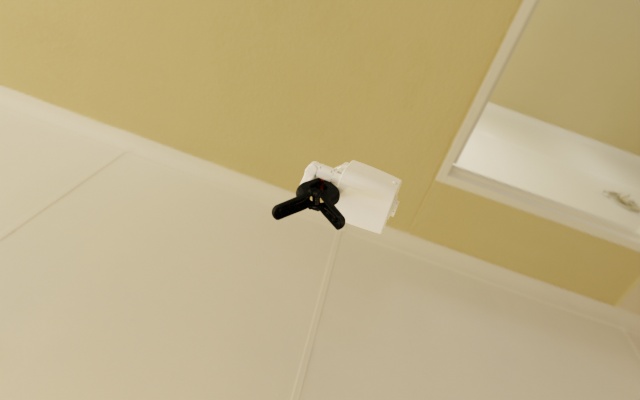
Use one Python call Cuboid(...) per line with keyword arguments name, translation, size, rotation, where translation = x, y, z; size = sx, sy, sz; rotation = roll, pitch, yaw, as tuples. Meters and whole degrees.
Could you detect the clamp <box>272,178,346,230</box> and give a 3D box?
Cuboid(name="clamp", translation=(0.000, 0.003, 0.831), size=(0.120, 0.039, 0.171), rotation=(18, 29, 11))
